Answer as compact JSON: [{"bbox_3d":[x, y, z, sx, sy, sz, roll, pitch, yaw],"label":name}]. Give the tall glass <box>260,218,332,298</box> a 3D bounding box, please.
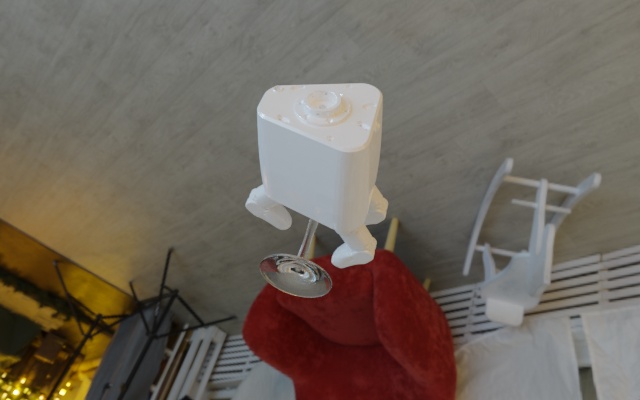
[{"bbox_3d":[0.000,0.002,0.531,0.079,0.201,0.079,11,-39,9],"label":"tall glass"}]
